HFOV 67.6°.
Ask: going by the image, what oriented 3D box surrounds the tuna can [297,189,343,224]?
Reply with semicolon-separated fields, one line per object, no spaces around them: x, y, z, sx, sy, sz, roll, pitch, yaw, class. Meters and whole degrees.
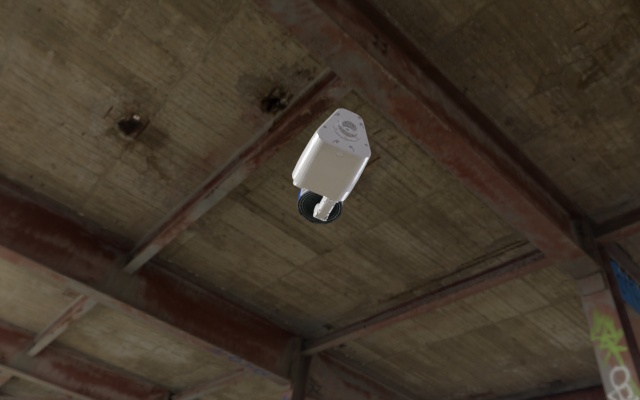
0.000;0.003;0.898;0.086;0.086;0.033;0;42;8;tuna can
